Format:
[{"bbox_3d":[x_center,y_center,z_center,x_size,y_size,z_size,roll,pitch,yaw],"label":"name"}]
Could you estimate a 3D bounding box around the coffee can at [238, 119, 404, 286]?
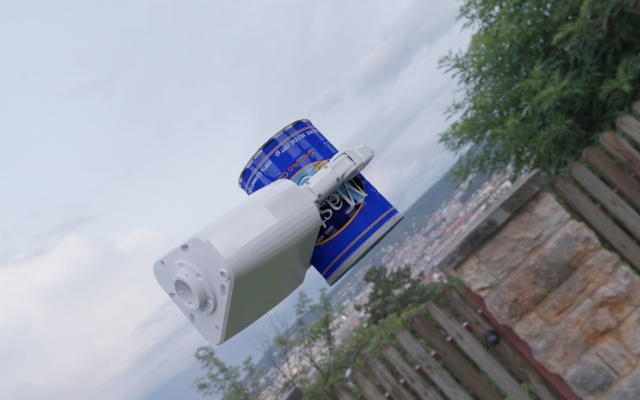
[{"bbox_3d":[0.000,0.002,0.490,0.103,0.140,0.103,-42,-10,-9],"label":"coffee can"}]
